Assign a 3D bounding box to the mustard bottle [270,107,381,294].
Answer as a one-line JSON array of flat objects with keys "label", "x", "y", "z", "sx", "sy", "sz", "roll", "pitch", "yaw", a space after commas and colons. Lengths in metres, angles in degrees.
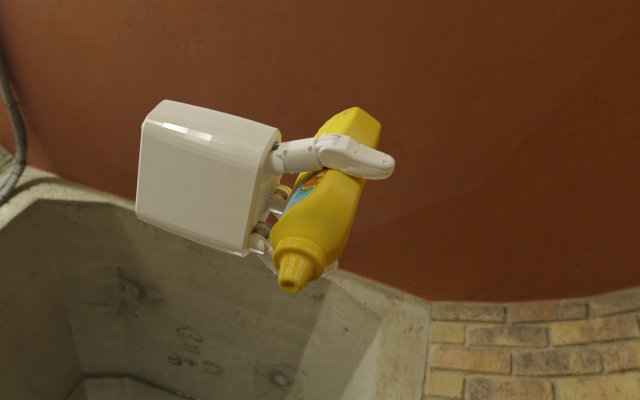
[{"label": "mustard bottle", "x": 0.000, "y": 0.001, "z": 0.418, "sx": 0.058, "sy": 0.191, "sz": 0.096, "roll": 35, "pitch": -49, "yaw": -13}]
